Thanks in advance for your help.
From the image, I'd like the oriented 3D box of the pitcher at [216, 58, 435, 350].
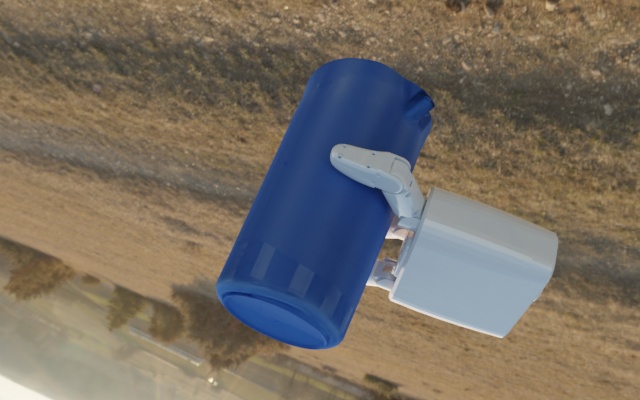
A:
[{"bbox_3d":[0.000,0.001,0.435,0.145,0.242,0.149,19,-31,9],"label":"pitcher"}]
